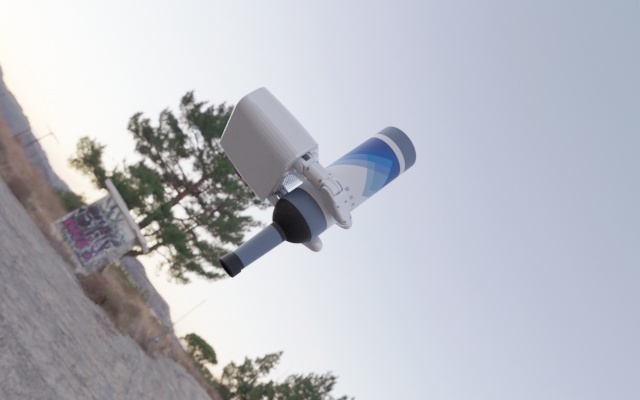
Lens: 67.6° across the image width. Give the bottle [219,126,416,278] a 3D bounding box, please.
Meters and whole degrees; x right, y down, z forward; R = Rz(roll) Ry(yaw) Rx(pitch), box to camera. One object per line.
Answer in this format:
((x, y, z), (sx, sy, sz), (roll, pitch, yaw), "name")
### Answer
((0.000, 0.002, 0.613), (0.295, 0.069, 0.069), (-35, 16, -24), "bottle")
